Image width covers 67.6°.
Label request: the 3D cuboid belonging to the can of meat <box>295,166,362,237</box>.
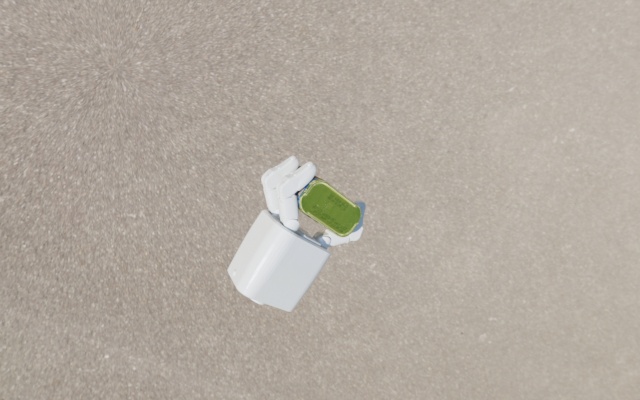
[{"bbox_3d":[0.000,0.002,0.682,0.102,0.057,0.084,35,-1,-27],"label":"can of meat"}]
